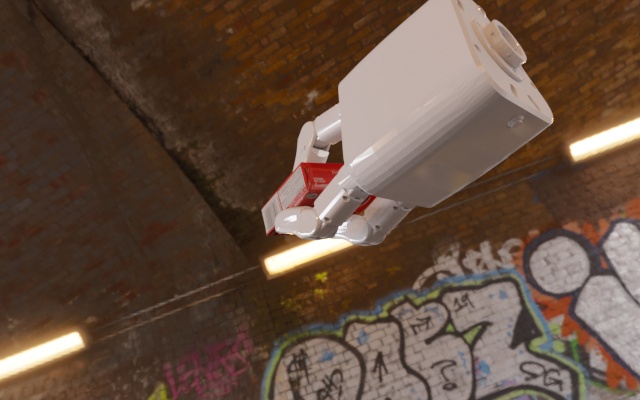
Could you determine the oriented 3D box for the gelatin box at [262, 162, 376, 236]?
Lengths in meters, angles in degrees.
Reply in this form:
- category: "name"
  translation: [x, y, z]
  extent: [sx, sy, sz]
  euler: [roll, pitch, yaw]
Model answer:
- category: "gelatin box"
  translation: [0.000, 0.001, 0.414]
  extent: [0.073, 0.030, 0.089]
  euler: [1, -27, -31]
